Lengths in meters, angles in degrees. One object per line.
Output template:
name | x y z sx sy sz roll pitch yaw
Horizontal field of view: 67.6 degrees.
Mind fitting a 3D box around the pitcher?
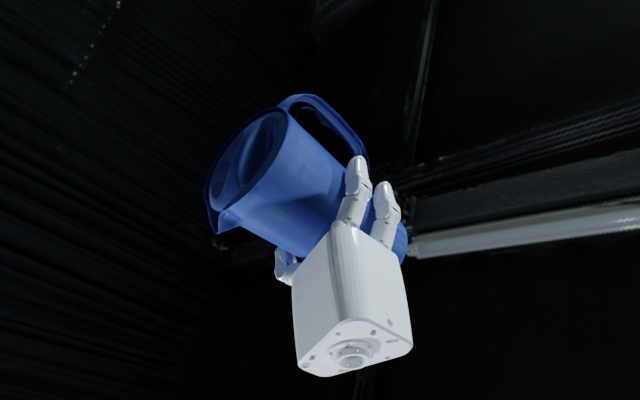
pitcher | 0.000 0.002 0.572 0.149 0.145 0.243 -34 -52 27
